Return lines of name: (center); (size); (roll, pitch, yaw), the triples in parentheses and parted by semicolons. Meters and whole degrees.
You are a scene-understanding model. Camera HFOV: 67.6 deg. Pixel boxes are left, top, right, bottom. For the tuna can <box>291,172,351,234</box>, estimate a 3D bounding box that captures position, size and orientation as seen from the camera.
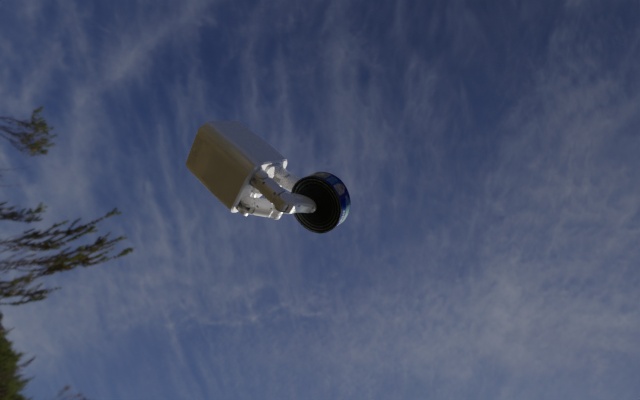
tuna can: (0.000, 0.002, 0.694); (0.086, 0.086, 0.033); (0, 17, 33)
